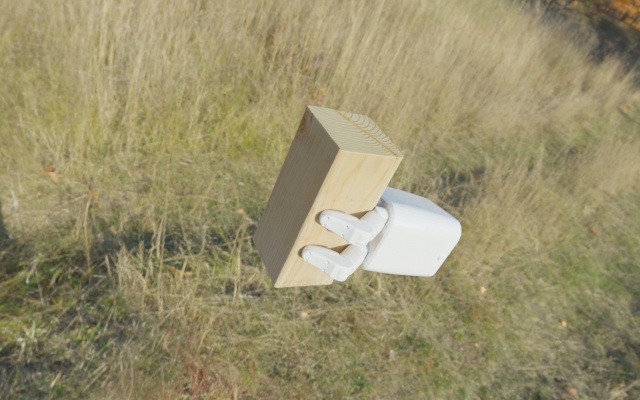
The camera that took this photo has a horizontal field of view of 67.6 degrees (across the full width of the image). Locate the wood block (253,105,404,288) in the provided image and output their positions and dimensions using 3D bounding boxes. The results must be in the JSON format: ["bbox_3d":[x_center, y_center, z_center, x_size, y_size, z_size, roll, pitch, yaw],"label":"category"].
[{"bbox_3d":[0.000,0.002,0.581,0.090,0.206,0.090,3,38,-33],"label":"wood block"}]
